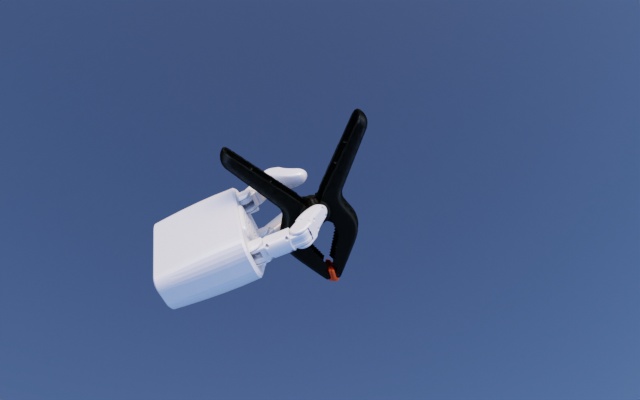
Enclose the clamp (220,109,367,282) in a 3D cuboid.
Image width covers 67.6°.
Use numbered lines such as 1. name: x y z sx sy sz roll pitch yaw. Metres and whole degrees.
1. clamp: 0.000 0.003 0.557 0.164 0.210 0.036 -22 28 2
